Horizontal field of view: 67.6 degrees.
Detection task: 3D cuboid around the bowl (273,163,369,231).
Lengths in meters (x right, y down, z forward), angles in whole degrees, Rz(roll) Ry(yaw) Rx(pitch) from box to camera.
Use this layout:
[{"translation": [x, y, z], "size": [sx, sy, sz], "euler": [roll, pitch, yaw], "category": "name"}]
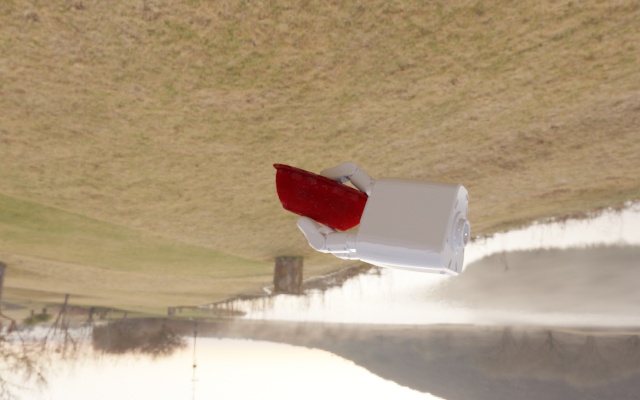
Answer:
[{"translation": [-0.001, 0.002, 0.670], "size": [0.162, 0.055, 0.162], "euler": [21, -3, 1], "category": "bowl"}]
